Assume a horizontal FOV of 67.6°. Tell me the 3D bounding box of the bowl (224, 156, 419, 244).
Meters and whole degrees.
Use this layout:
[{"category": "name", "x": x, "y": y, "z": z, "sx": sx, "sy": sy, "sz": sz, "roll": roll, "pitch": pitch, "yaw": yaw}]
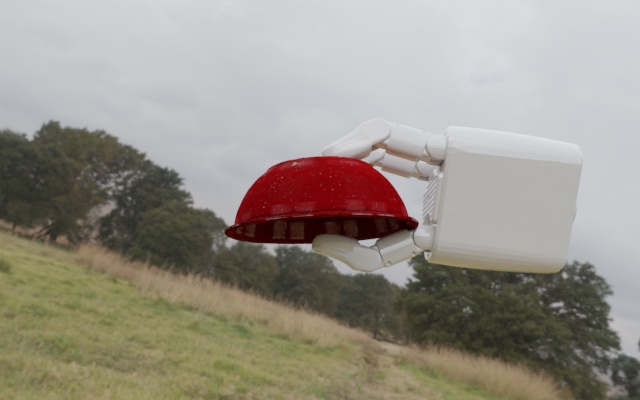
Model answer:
[{"category": "bowl", "x": -0.001, "y": 0.001, "z": 0.407, "sx": 0.162, "sy": 0.055, "sz": 0.162, "roll": -3, "pitch": -12, "yaw": -1}]
